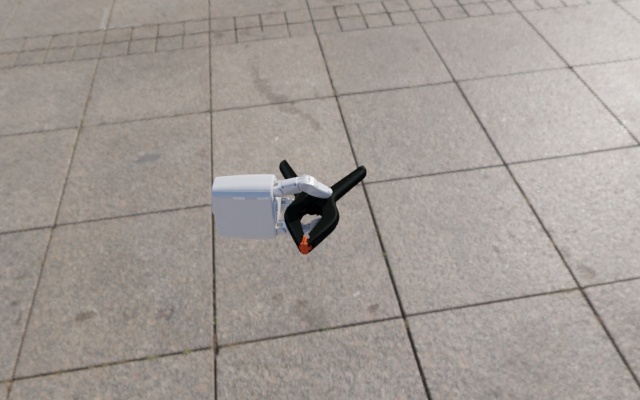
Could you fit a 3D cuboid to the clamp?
[{"bbox_3d":[0.000,0.003,0.834,0.164,0.209,0.036,-1,-43,5],"label":"clamp"}]
